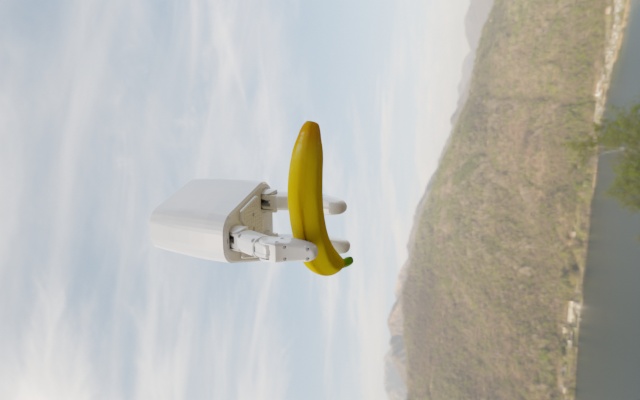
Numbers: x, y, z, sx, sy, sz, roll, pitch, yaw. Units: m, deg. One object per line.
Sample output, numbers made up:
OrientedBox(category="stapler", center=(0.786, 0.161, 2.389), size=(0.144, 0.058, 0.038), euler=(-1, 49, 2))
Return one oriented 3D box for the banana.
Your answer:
OrientedBox(category="banana", center=(-0.006, 0.016, 0.507), size=(0.037, 0.198, 0.069), euler=(6, 40, 25))
